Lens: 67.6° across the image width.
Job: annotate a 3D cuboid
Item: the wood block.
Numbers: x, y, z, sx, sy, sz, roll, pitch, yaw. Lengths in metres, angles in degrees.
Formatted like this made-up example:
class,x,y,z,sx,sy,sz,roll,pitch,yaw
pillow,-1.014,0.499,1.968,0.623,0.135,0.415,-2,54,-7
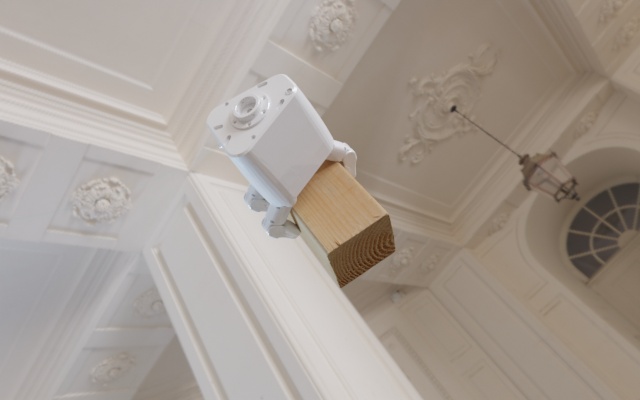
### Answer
class,x,y,z,sx,sy,sz,roll,pitch,yaw
wood block,0.000,0.002,0.642,0.091,0.206,0.090,-32,-38,-10
